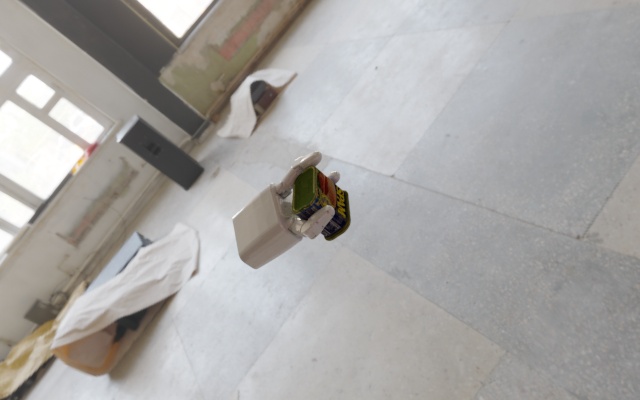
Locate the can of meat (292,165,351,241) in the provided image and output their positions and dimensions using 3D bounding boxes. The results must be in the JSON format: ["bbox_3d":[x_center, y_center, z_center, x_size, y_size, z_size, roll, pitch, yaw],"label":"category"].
[{"bbox_3d":[0.000,0.002,0.788,0.057,0.102,0.084,-35,-56,26],"label":"can of meat"}]
